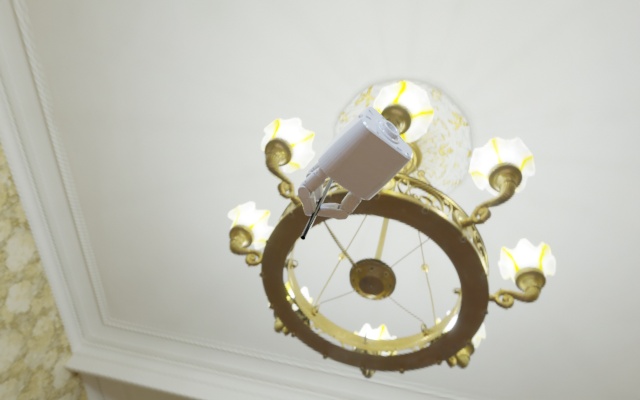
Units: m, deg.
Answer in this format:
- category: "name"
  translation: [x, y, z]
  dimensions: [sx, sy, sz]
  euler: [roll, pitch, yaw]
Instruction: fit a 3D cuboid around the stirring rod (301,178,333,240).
- category: "stirring rod"
  translation: [0.000, 0.003, 0.846]
  dimensions: [0.011, 0.011, 0.239]
  euler: [0, 28, 15]
